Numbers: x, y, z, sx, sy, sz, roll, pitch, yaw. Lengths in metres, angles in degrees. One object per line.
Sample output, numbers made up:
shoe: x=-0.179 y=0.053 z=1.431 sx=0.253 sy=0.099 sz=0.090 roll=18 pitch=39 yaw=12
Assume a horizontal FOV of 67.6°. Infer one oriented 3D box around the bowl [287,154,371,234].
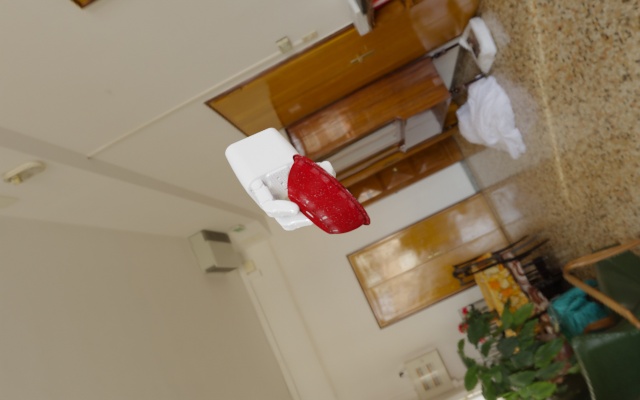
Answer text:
bowl: x=0.001 y=0.003 z=0.743 sx=0.162 sy=0.055 sz=0.162 roll=40 pitch=-10 yaw=9
